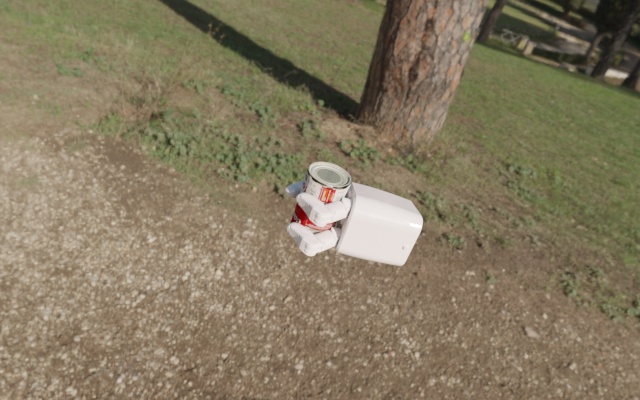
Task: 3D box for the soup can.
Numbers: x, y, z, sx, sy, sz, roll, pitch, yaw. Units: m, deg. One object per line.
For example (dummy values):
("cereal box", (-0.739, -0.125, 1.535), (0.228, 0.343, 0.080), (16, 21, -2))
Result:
("soup can", (0.000, 0.002, 0.711), (0.068, 0.102, 0.068), (13, 33, -9))
